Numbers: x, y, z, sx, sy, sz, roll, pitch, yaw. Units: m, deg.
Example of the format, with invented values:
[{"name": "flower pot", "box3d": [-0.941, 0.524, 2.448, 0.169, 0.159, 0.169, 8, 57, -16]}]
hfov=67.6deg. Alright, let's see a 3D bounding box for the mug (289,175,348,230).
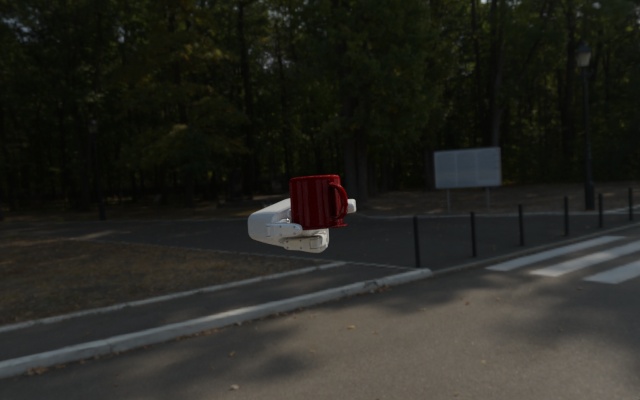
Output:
[{"name": "mug", "box3d": [0.001, 0.002, 0.749, 0.093, 0.081, 0.117, -5, 1, -36]}]
